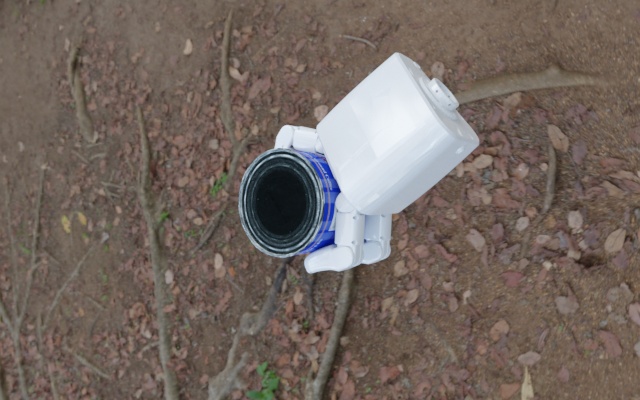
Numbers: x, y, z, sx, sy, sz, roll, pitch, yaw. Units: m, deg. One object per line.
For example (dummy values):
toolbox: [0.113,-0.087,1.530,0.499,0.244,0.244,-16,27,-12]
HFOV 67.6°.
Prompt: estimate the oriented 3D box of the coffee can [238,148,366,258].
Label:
coffee can: [0.000,0.002,0.501,0.103,0.103,0.140,0,1,35]
